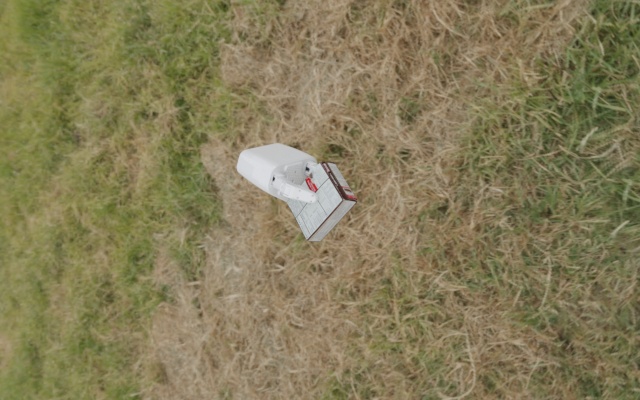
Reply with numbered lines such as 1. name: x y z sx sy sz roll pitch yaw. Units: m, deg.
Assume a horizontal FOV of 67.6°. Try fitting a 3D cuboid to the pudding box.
1. pudding box: 0.000 0.003 0.814 0.039 0.090 0.113 2 -42 -45
